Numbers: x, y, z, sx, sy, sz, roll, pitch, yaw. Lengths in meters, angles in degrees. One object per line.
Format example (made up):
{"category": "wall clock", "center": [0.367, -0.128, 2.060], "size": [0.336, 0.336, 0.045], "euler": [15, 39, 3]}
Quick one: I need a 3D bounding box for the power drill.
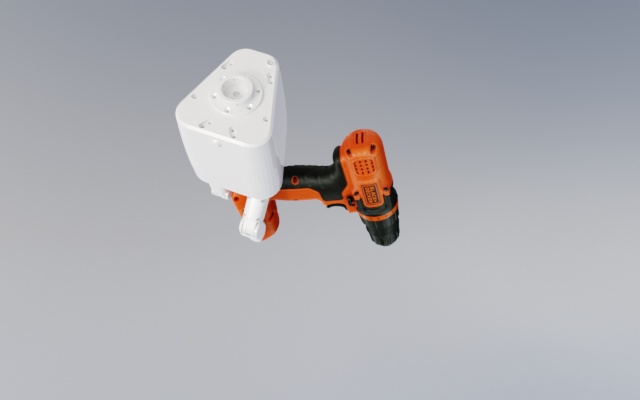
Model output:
{"category": "power drill", "center": [0.000, 0.002, 0.586], "size": [0.187, 0.057, 0.185], "euler": [-9, -45, 11]}
